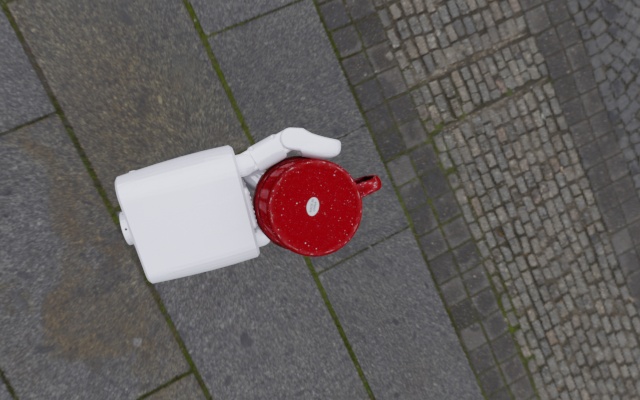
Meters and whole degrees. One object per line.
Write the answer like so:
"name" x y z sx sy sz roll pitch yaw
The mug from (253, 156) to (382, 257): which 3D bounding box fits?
"mug" 0.001 0.001 0.429 0.117 0.093 0.081 -16 6 -10
